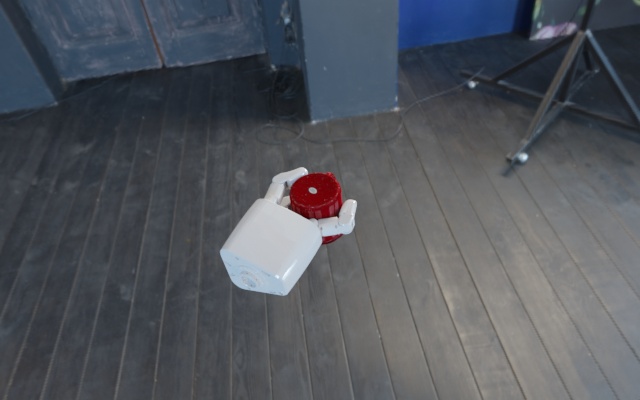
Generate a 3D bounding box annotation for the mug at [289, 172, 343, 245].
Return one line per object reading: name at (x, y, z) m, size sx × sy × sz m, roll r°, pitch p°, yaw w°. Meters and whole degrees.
mug at (0.001, 0.001, 0.770) m, size 0.093 × 0.082 × 0.117 m, roll 14°, pitch 50°, yaw 21°
